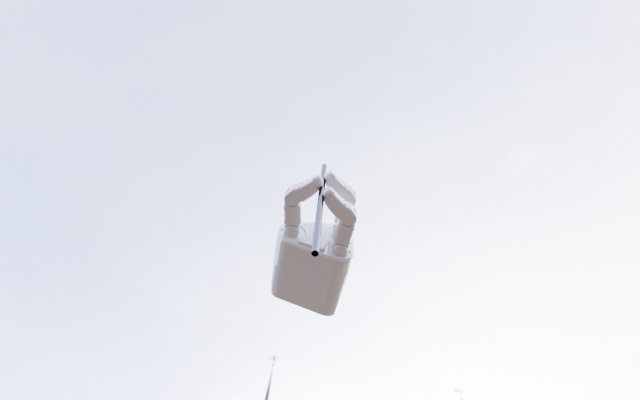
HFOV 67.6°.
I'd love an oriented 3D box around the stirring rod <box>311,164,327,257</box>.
[{"bbox_3d":[0.000,0.002,0.606,0.011,0.011,0.239,0,26,3],"label":"stirring rod"}]
